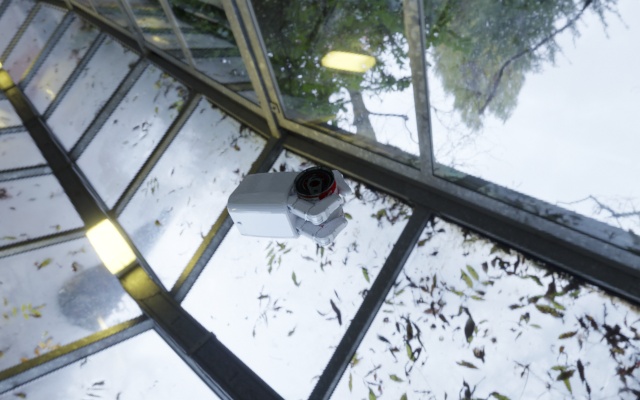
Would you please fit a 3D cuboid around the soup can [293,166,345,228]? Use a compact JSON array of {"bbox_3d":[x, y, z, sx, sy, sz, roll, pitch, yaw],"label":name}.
[{"bbox_3d":[0.001,0.003,0.798,0.068,0.068,0.102,0,-44,17],"label":"soup can"}]
